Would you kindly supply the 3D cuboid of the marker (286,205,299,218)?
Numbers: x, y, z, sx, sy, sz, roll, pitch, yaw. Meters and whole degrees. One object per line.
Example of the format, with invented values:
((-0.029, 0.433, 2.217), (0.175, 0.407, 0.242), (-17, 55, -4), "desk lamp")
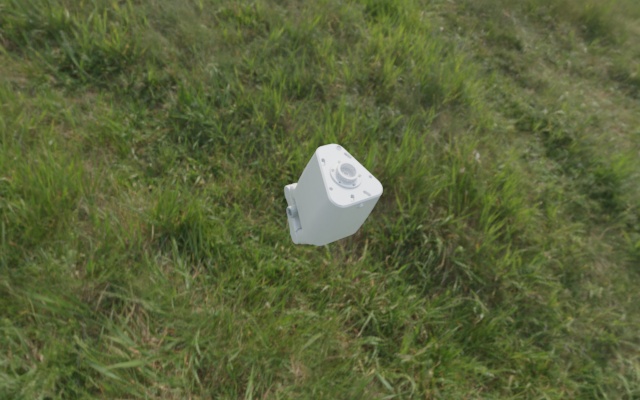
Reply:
((0.000, 0.003, 0.777), (0.121, 0.020, 0.020), (-19, 10, -31), "marker")
